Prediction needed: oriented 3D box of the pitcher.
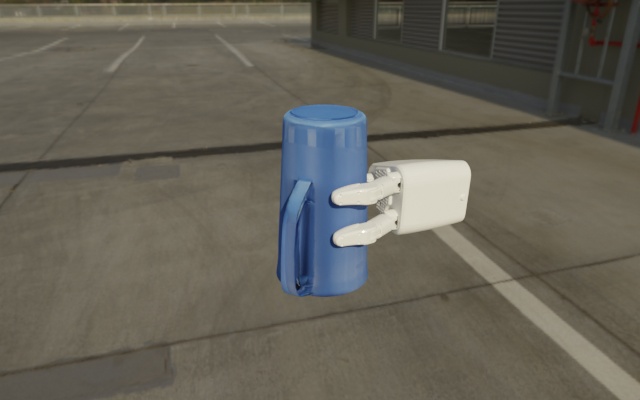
[{"bbox_3d":[0.000,0.002,0.645,0.145,0.243,0.149,-7,23,-17],"label":"pitcher"}]
